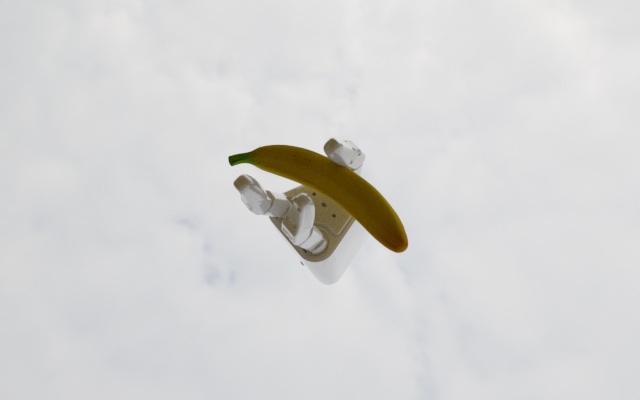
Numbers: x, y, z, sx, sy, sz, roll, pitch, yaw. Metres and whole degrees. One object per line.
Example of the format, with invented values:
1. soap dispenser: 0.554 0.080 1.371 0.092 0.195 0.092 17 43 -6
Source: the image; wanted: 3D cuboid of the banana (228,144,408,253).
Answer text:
1. banana: 0.007 -0.012 0.479 0.198 0.037 0.069 26 53 16
